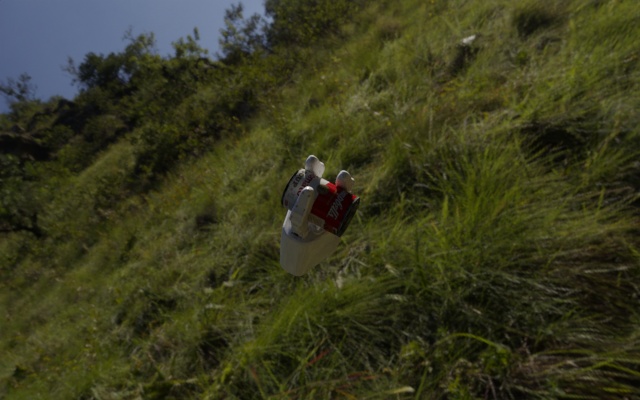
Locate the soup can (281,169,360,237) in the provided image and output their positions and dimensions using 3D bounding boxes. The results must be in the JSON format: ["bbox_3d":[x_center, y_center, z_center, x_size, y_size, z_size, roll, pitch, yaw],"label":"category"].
[{"bbox_3d":[0.000,0.002,0.727,0.102,0.068,0.068,28,7,13],"label":"soup can"}]
